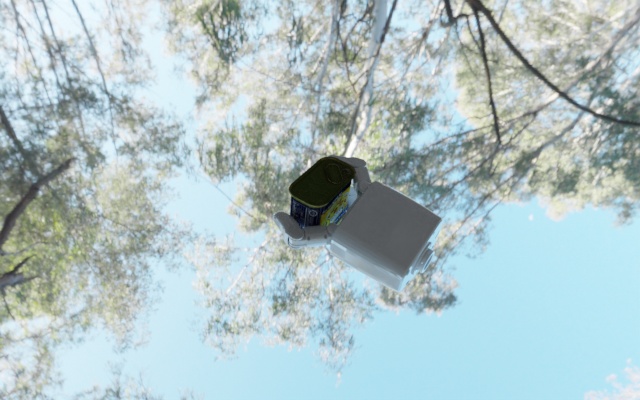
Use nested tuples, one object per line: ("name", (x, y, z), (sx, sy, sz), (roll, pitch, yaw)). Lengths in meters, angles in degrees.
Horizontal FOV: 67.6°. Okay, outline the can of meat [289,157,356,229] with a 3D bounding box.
("can of meat", (0.000, 0.002, 0.661), (0.057, 0.084, 0.102), (28, 47, 20))
